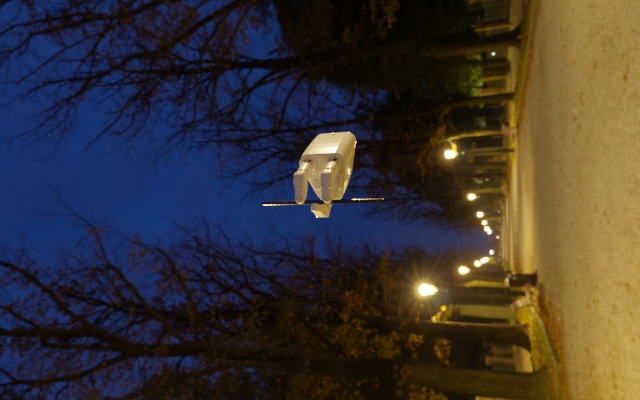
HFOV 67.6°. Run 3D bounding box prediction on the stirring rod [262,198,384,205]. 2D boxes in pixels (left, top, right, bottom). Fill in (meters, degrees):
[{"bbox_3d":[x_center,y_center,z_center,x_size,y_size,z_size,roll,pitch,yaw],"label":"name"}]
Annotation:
[{"bbox_3d":[0.000,0.003,0.894,0.239,0.011,0.011,-1,-1,20],"label":"stirring rod"}]
